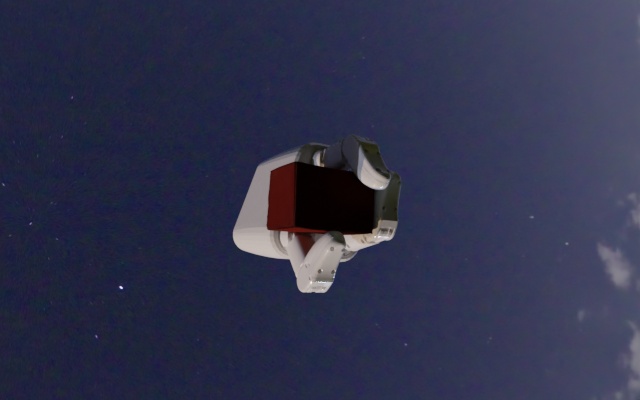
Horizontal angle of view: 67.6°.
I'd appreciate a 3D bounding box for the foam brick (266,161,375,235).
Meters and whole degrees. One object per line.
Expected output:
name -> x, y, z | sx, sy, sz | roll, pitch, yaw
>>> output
foam brick -> 0.000, 0.001, 0.400 | 0.078, 0.053, 0.051 | 8, -8, -31
